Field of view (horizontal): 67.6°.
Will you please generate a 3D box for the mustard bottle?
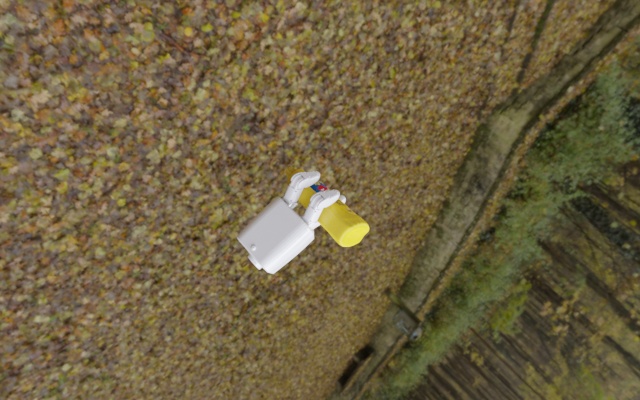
[{"bbox_3d":[0.001,0.003,0.885,0.191,0.058,0.096,44,17,24],"label":"mustard bottle"}]
